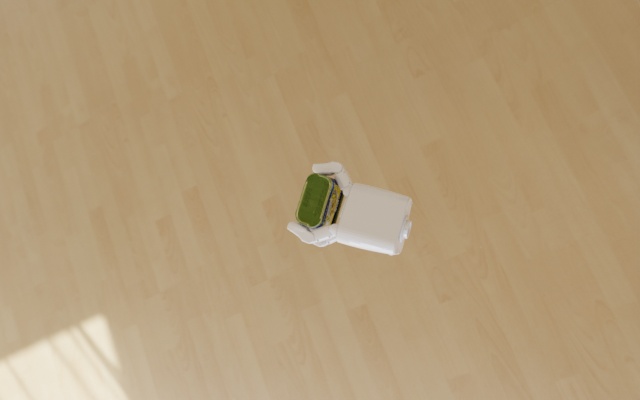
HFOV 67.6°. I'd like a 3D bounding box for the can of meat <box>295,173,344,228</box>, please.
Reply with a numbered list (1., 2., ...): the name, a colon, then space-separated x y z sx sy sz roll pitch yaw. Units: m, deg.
1. can of meat: 0.000 0.003 0.881 0.057 0.102 0.084 17 0 19
